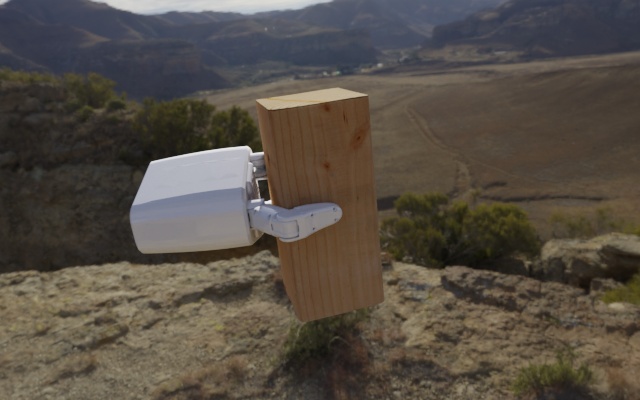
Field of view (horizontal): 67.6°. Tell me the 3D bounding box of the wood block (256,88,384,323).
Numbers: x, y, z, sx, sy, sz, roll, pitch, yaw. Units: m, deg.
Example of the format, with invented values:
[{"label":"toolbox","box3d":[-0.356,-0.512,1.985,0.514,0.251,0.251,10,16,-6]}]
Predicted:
[{"label":"wood block","box3d":[0.000,0.002,0.475,0.090,0.206,0.090,-11,20,-12]}]
